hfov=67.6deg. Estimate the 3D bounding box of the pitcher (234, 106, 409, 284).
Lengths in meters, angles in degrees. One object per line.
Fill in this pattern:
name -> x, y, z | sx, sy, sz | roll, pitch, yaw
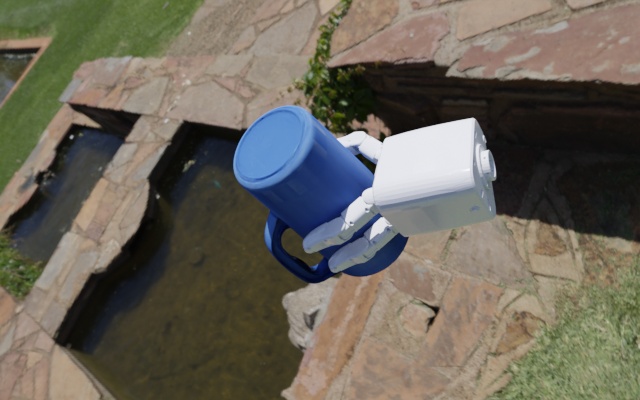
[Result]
pitcher -> 0.000, 0.002, 0.594 | 0.145, 0.149, 0.243 | -11, -33, 30
